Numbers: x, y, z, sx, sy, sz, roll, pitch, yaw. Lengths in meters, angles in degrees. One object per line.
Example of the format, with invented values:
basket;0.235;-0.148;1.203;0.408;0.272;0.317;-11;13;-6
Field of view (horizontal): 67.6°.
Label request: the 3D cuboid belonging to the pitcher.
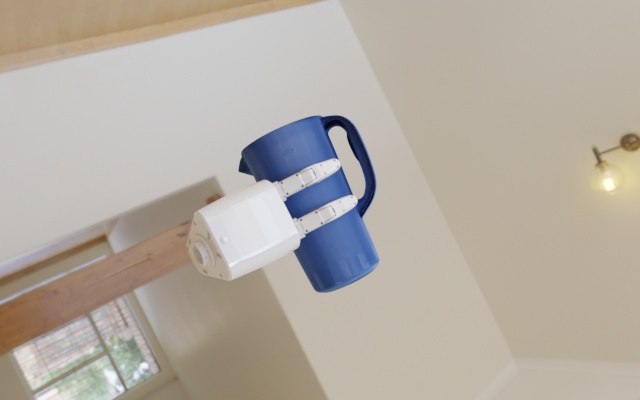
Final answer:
pitcher;0.000;0.002;0.704;0.145;0.243;0.149;-25;0;-34
